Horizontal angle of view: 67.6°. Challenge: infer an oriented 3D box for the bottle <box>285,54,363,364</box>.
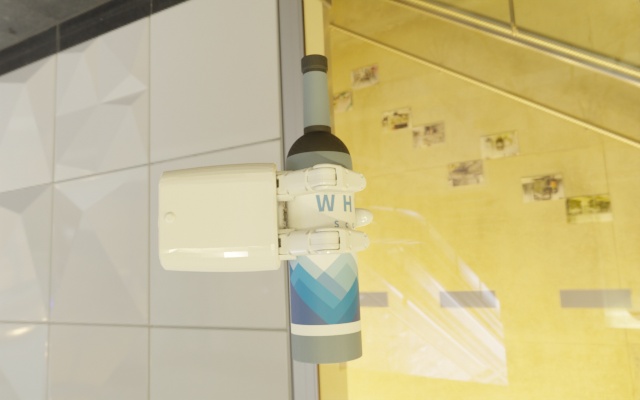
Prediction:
[{"bbox_3d":[0.000,0.002,0.469,0.069,0.295,0.069,-3,-7,0],"label":"bottle"}]
